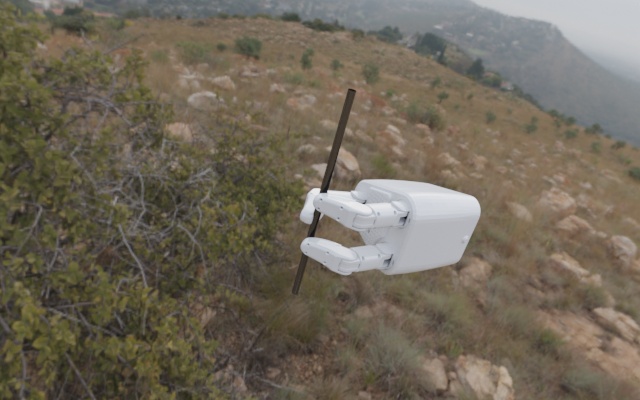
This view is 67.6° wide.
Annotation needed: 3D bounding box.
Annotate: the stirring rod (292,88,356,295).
[{"bbox_3d":[0.000,0.002,0.495,0.011,0.240,0.011,13,26,-6],"label":"stirring rod"}]
